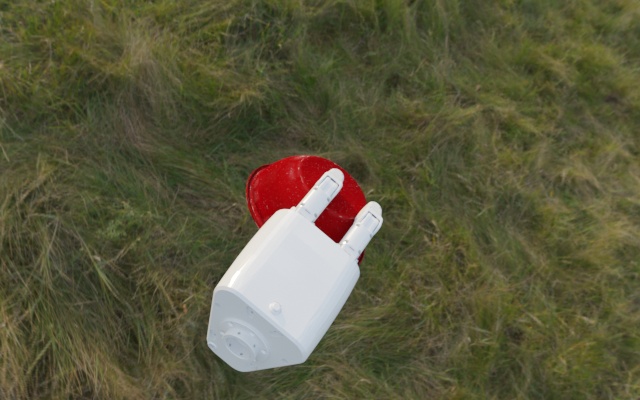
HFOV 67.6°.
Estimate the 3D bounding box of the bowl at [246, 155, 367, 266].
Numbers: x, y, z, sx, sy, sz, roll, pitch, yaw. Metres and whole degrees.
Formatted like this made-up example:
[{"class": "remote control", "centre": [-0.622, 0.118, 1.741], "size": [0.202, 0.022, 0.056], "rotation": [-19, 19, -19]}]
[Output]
[{"class": "bowl", "centre": [0.001, 0.001, 0.537], "size": [0.162, 0.162, 0.055], "rotation": [0, -39, -46]}]
